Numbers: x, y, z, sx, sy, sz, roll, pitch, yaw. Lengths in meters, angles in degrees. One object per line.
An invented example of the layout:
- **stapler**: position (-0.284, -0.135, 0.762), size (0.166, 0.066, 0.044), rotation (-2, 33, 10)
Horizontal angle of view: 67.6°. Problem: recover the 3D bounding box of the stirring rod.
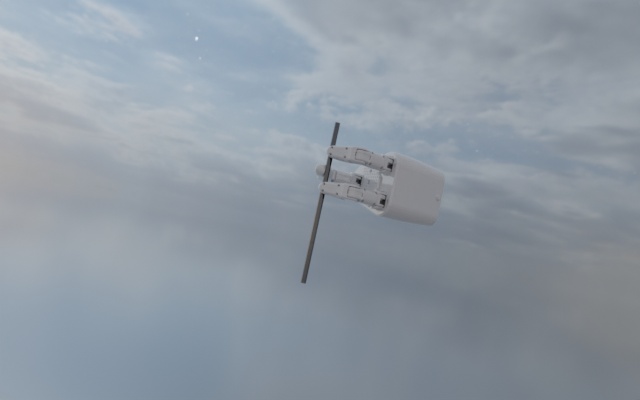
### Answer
- **stirring rod**: position (0.000, 0.002, 0.700), size (0.011, 0.239, 0.011), rotation (12, -4, 1)
